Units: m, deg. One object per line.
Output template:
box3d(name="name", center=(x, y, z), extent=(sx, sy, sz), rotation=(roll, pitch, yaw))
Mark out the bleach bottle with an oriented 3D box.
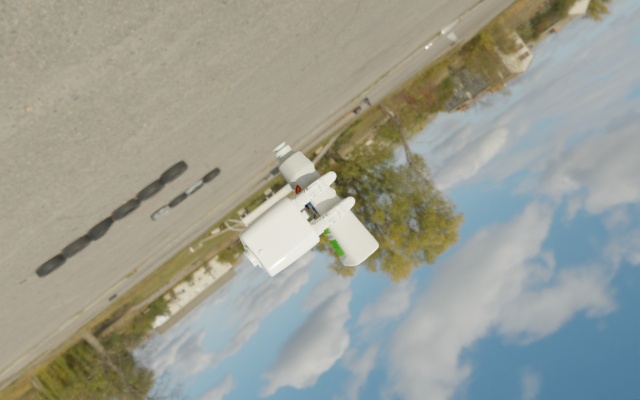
box3d(name="bleach bottle", center=(0.000, 0.003, 0.872), extent=(0.068, 0.251, 0.102), rotation=(-38, 3, -13))
